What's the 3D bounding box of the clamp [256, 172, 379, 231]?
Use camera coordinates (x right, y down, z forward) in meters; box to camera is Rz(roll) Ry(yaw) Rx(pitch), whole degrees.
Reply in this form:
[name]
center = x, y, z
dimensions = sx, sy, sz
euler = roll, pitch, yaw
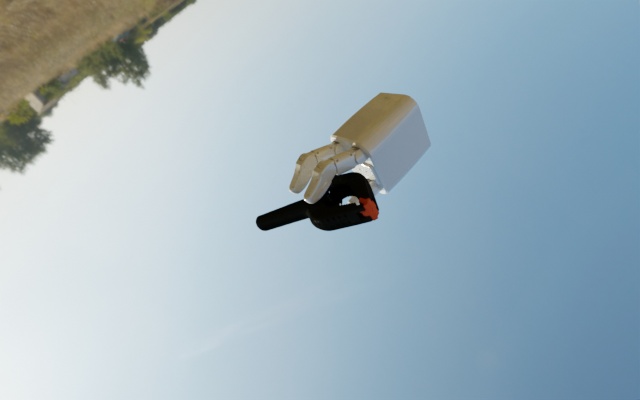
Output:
[clamp]
center = 0.001, 0.003, 0.660
dimensions = 0.036, 0.164, 0.210
euler = 50, -12, -29
